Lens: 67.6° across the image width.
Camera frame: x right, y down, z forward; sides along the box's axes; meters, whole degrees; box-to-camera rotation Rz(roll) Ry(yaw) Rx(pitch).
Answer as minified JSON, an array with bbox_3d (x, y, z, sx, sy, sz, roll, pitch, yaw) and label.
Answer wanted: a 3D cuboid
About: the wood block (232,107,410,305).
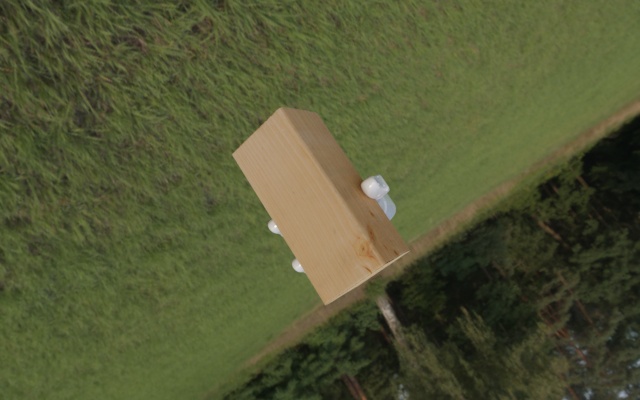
[{"bbox_3d":[0.001,0.002,0.559,0.091,0.206,0.090,-39,-13,25],"label":"wood block"}]
